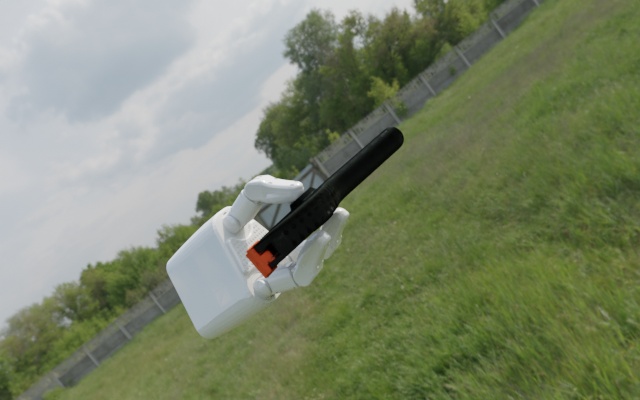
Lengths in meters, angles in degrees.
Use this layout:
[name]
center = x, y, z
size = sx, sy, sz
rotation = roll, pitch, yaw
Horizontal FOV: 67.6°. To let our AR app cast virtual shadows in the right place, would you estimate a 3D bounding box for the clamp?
[clamp]
center = -0.001, 0.001, 0.471
size = 0.165, 0.036, 0.210
rotation = -40, 3, 32
